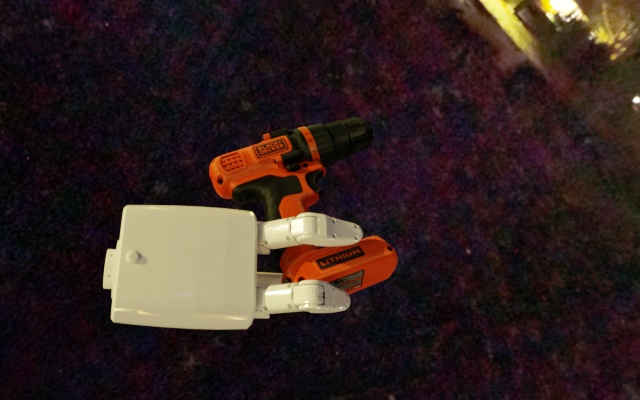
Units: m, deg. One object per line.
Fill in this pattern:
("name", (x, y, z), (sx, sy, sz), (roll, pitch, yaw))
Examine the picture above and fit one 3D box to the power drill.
("power drill", (0.000, 0.002, 0.476), (0.184, 0.187, 0.057), (-20, -34, -12))
